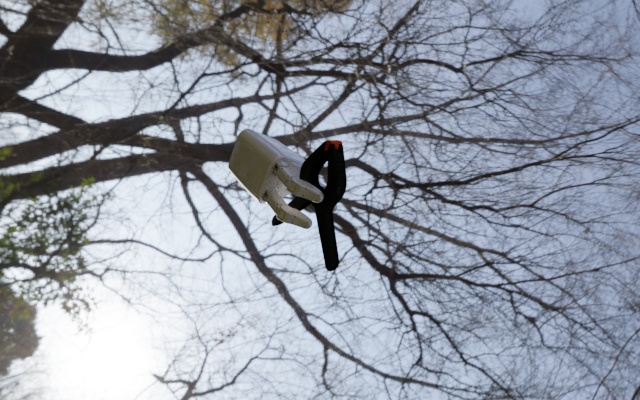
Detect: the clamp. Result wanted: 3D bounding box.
[{"bbox_3d":[0.001,0.002,0.796,0.036,0.210,0.164,-9,42,-47],"label":"clamp"}]
